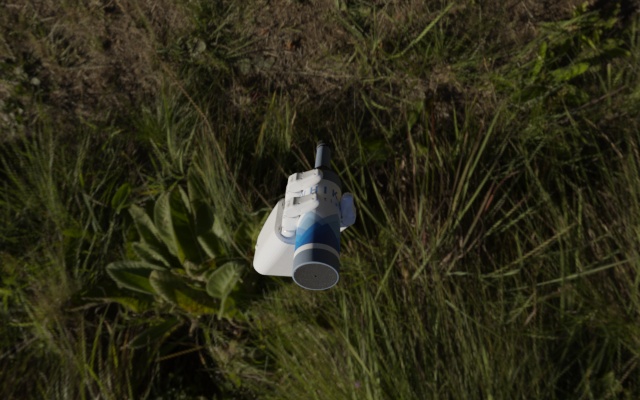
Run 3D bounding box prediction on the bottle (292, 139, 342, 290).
[{"bbox_3d":[0.000,0.003,0.770,0.069,0.295,0.069,2,-45,2],"label":"bottle"}]
